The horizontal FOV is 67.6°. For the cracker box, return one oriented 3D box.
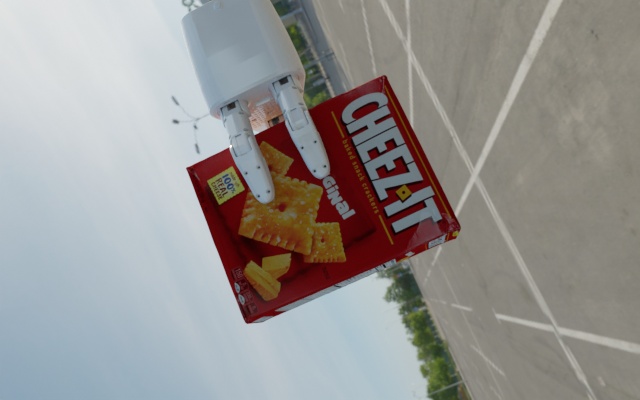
[{"bbox_3d":[0.000,0.002,0.461,0.214,0.164,0.072,-25,-14,5],"label":"cracker box"}]
